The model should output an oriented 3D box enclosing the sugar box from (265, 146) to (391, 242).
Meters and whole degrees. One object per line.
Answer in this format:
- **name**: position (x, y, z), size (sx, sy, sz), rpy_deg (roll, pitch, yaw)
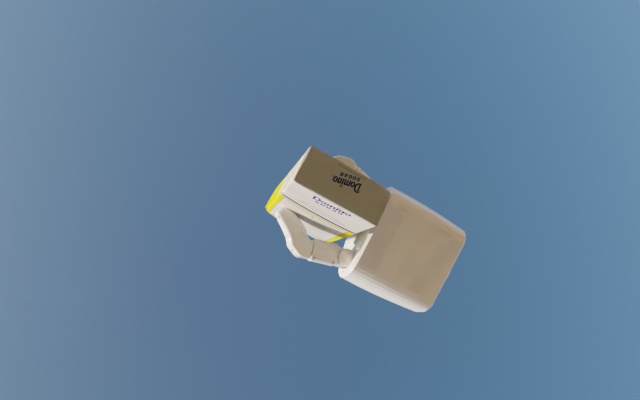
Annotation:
- **sugar box**: position (0.000, 0.001, 0.525), size (0.093, 0.048, 0.176), rpy_deg (29, -19, -9)
